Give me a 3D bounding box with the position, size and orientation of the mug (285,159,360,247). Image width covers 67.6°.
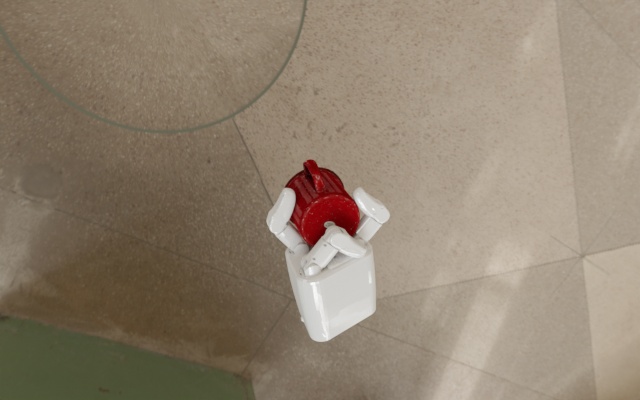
[{"bbox_3d":[0.000,0.001,0.629,0.093,0.117,0.081,-16,28,-11],"label":"mug"}]
